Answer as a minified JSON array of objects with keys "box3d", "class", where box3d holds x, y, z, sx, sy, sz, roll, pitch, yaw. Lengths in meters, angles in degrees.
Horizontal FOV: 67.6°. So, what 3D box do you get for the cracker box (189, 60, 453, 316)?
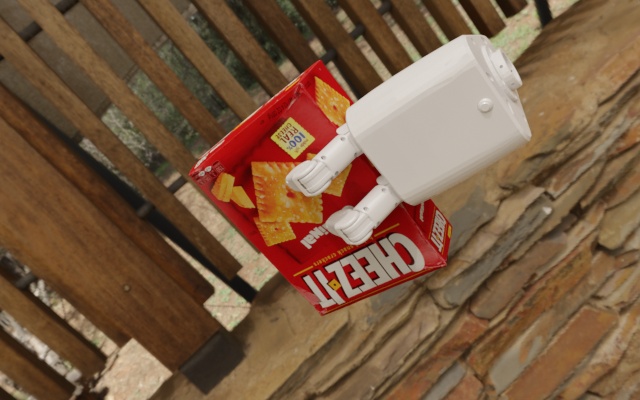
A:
[{"box3d":[0.000,0.001,0.471,0.164,0.214,0.072,-30,18,34],"class":"cracker box"}]
